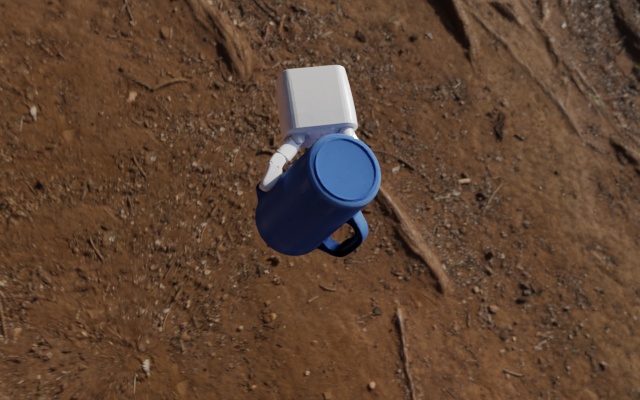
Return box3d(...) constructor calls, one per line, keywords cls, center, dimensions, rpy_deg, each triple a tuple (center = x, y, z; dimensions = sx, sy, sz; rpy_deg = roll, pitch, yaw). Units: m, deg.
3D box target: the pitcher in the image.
box3d(cls="pitcher", center=(0.000, 0.002, 0.727), dimensions=(0.149, 0.145, 0.243), rpy_deg=(0, -18, -22))
